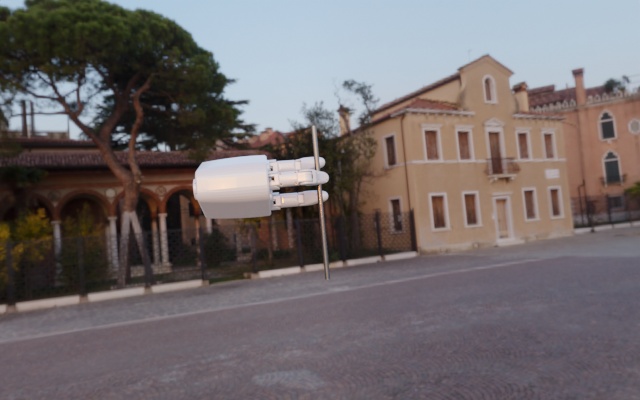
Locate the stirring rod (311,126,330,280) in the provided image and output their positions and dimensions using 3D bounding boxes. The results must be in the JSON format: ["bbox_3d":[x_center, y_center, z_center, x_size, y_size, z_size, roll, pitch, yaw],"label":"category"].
[{"bbox_3d":[0.000,0.003,0.747,0.011,0.239,0.011,-5,-3,0],"label":"stirring rod"}]
